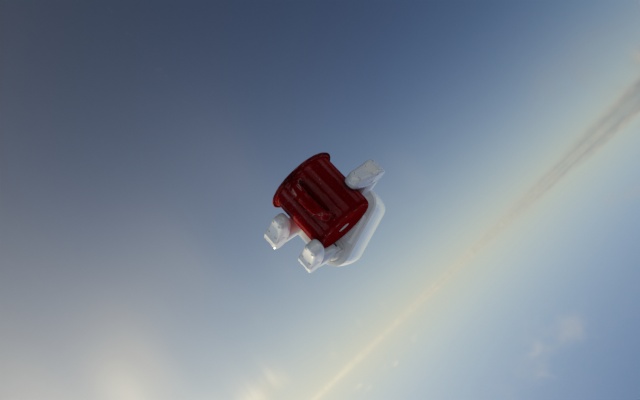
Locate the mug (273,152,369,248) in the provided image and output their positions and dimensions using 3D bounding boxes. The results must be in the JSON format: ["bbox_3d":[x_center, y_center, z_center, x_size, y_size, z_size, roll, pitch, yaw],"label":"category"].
[{"bbox_3d":[0.000,0.002,0.562,0.093,0.081,0.117,-45,-15,7],"label":"mug"}]
